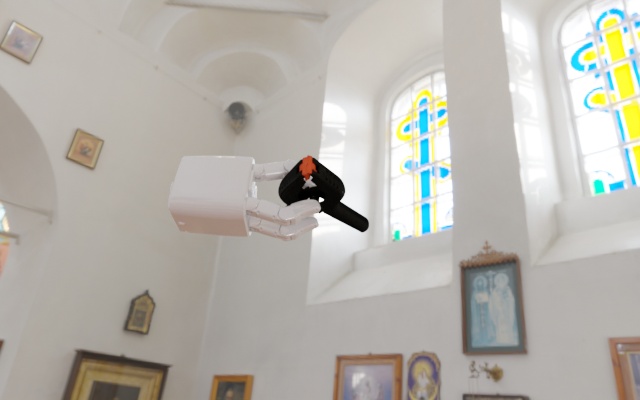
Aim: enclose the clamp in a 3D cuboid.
[{"bbox_3d":[0.000,0.001,0.706,0.164,0.036,0.210,0,-28,-3],"label":"clamp"}]
